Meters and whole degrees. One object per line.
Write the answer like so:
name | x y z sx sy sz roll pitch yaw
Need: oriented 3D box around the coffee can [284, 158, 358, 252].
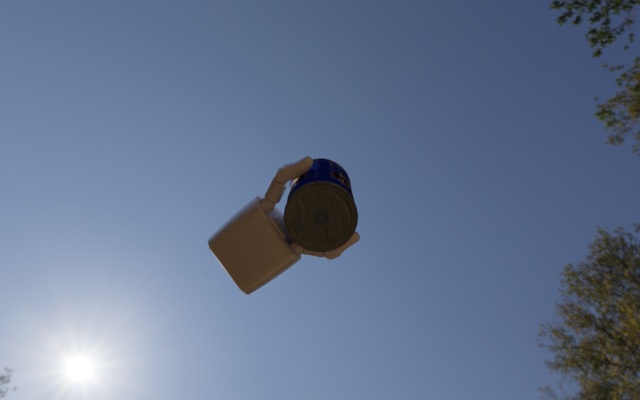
coffee can | 0.000 0.002 0.720 0.103 0.103 0.140 0 19 0
